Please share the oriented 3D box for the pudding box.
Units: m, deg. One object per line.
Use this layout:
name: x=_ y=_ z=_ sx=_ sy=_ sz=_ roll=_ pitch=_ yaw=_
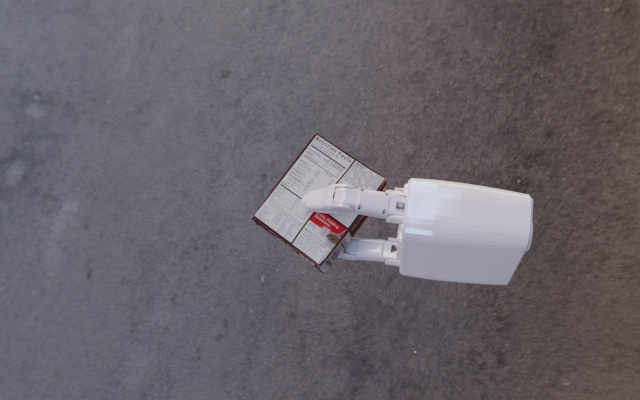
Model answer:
pudding box: x=0.000 y=0.002 z=0.482 sx=0.090 sy=0.113 sz=0.039 roll=35 pitch=-9 yaw=16
